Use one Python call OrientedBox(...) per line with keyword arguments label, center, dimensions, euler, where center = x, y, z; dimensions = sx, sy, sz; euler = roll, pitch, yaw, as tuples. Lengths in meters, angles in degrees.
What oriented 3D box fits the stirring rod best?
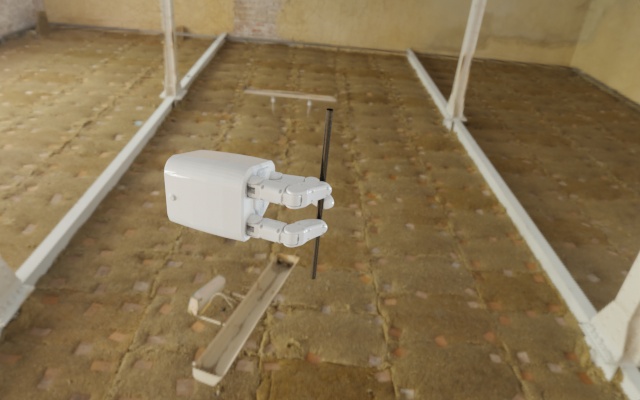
OrientedBox(label="stirring rod", center=(0.000, 0.002, 0.595), dimensions=(0.011, 0.240, 0.011), euler=(4, 30, -2))
